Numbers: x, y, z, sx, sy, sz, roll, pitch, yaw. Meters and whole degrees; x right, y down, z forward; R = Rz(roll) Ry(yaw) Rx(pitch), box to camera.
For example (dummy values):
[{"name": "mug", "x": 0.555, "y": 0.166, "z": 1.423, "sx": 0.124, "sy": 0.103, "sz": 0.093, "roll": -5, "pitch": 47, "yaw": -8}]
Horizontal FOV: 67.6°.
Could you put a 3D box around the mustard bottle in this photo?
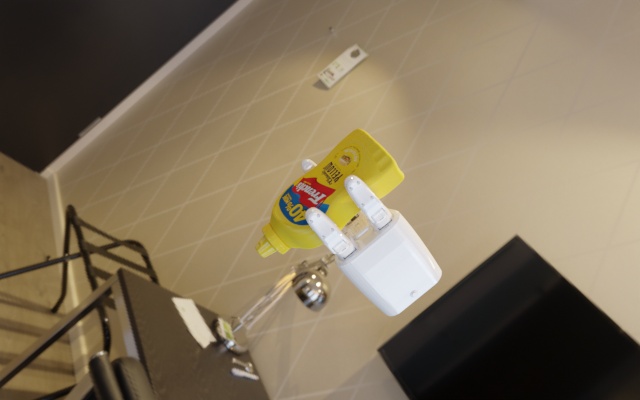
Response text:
[{"name": "mustard bottle", "x": 0.000, "y": 0.001, "z": 0.572, "sx": 0.058, "sy": 0.191, "sz": 0.096, "roll": 47, "pitch": 4, "yaw": -44}]
